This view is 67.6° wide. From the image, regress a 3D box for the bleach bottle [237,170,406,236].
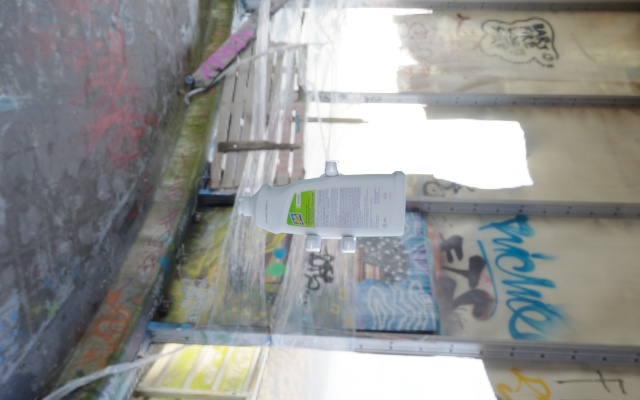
[{"bbox_3d":[0.000,0.002,0.729,0.251,0.102,0.068,2,2,4],"label":"bleach bottle"}]
